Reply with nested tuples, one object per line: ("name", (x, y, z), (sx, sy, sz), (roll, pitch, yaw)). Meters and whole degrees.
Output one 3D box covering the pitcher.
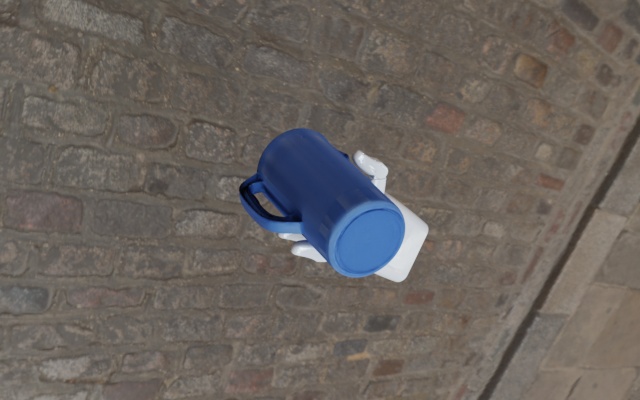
("pitcher", (0.000, 0.002, 0.661), (0.145, 0.149, 0.242), (31, 9, -35))
